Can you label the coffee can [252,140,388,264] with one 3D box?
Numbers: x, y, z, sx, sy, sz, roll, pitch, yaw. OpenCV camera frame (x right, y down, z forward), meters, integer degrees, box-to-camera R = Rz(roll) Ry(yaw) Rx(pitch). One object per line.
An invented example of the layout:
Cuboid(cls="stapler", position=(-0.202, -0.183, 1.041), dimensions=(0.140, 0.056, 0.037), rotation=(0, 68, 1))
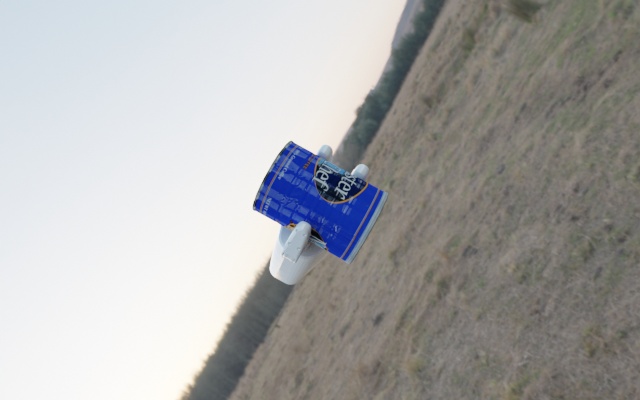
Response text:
Cuboid(cls="coffee can", position=(0.000, 0.002, 0.605), dimensions=(0.140, 0.103, 0.103), rotation=(29, 1, 3))
